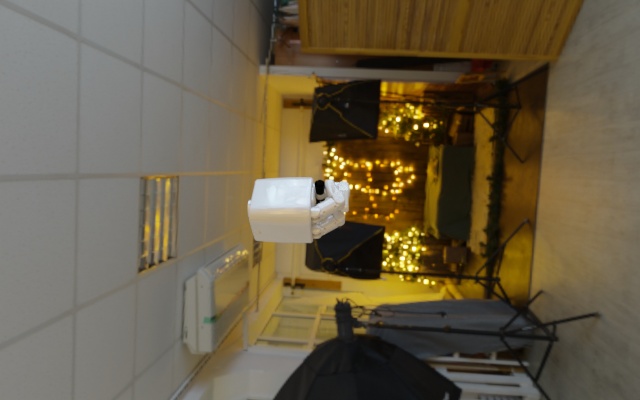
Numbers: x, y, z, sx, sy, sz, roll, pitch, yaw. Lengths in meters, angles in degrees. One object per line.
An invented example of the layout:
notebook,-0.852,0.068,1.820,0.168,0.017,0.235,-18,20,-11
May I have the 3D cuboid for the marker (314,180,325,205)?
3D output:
marker,0.000,0.003,0.871,0.020,0.020,0.121,0,-35,2
